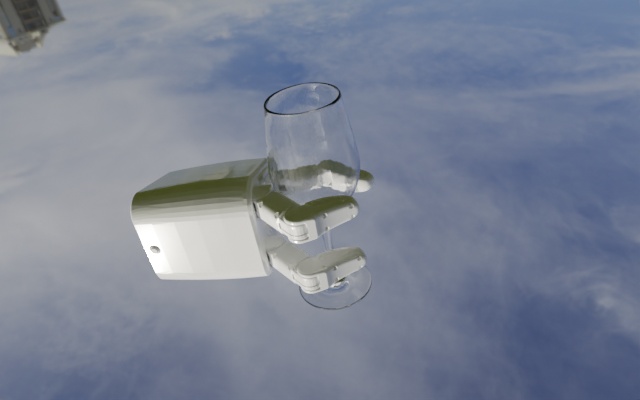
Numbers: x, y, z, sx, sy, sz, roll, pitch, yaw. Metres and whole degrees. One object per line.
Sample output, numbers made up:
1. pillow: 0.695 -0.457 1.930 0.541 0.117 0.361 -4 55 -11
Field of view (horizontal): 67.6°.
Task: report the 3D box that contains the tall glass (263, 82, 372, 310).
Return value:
1. tall glass: 0.000 0.002 0.427 0.079 0.201 0.079 -7 34 5
